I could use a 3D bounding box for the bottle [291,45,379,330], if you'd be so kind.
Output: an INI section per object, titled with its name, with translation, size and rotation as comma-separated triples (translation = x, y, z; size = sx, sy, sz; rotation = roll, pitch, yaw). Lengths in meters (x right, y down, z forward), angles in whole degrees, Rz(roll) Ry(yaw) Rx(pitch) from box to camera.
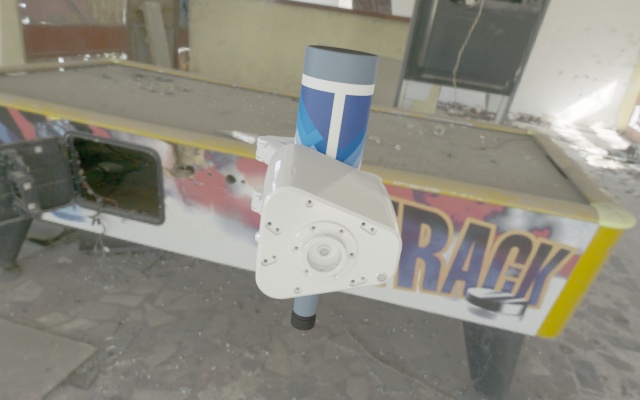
[bottle]
translation = 0.000, 0.001, 0.481
size = 0.069, 0.296, 0.069
rotation = 7, 21, -3
